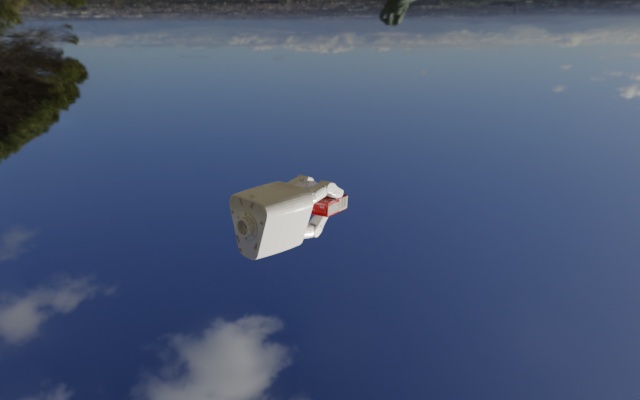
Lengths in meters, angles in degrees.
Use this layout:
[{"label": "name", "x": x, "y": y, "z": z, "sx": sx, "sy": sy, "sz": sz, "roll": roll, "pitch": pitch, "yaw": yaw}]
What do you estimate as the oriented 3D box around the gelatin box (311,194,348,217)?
[{"label": "gelatin box", "x": 0.000, "y": 0.003, "z": 0.894, "sx": 0.073, "sy": 0.030, "sz": 0.089, "roll": 11, "pitch": 15, "yaw": 26}]
